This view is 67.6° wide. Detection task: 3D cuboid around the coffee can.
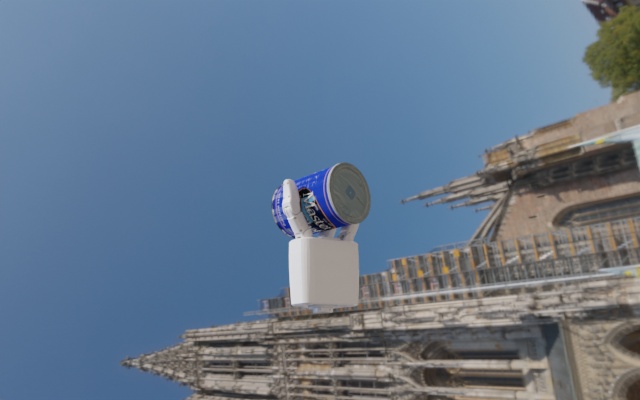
[{"bbox_3d":[0.000,0.002,0.818,0.140,0.103,0.103,-17,-12,42],"label":"coffee can"}]
